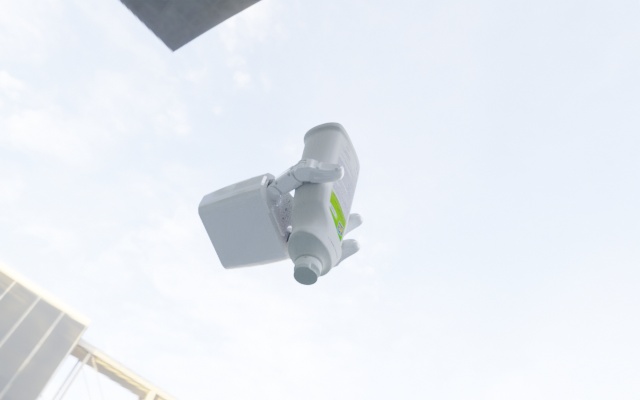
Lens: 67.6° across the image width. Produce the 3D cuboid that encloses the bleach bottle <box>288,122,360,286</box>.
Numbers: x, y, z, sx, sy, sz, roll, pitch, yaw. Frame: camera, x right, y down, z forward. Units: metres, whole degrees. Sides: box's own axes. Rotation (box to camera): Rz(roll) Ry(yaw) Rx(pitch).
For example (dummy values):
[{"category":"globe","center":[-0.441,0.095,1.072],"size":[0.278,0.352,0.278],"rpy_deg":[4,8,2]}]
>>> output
[{"category":"bleach bottle","center":[0.000,0.002,0.618],"size":[0.068,0.103,0.250],"rpy_deg":[-15,33,22]}]
